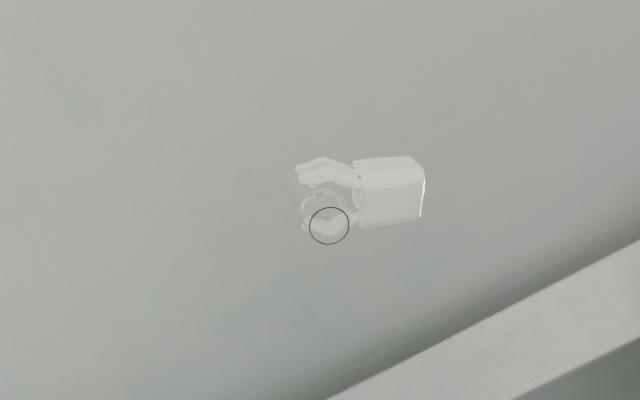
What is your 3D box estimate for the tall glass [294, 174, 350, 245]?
[{"bbox_3d":[0.000,0.002,0.803,0.079,0.079,0.201,0,21,-8],"label":"tall glass"}]
